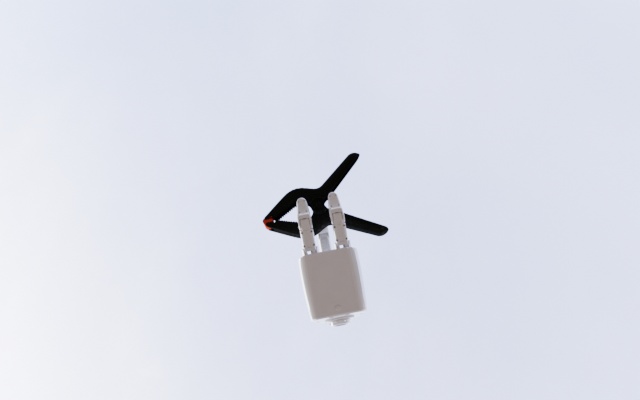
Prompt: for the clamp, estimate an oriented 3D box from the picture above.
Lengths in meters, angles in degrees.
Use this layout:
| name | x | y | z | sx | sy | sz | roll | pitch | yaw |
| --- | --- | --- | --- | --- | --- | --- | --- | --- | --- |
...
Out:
| name | x | y | z | sx | sy | sz | roll | pitch | yaw |
| --- | --- | --- | --- | --- | --- | --- | --- | --- | --- |
| clamp | 0.000 | 0.003 | 0.844 | 0.210 | 0.164 | 0.036 | -11 | -24 | -1 |
